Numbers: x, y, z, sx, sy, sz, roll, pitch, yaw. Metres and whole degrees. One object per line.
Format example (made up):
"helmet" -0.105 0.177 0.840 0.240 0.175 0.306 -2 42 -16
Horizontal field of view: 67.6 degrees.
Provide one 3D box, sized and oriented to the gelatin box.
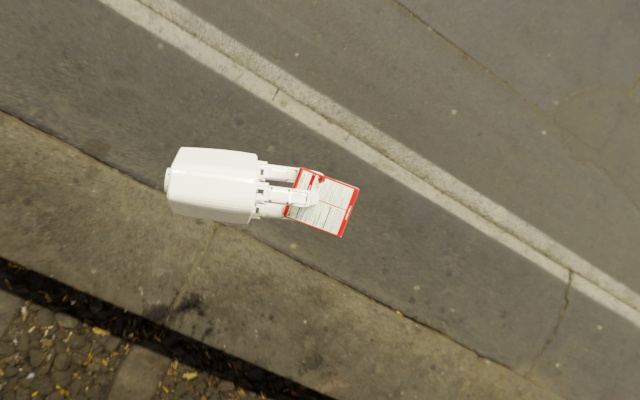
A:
"gelatin box" 0.000 0.002 0.672 0.089 0.073 0.030 20 1 -7
